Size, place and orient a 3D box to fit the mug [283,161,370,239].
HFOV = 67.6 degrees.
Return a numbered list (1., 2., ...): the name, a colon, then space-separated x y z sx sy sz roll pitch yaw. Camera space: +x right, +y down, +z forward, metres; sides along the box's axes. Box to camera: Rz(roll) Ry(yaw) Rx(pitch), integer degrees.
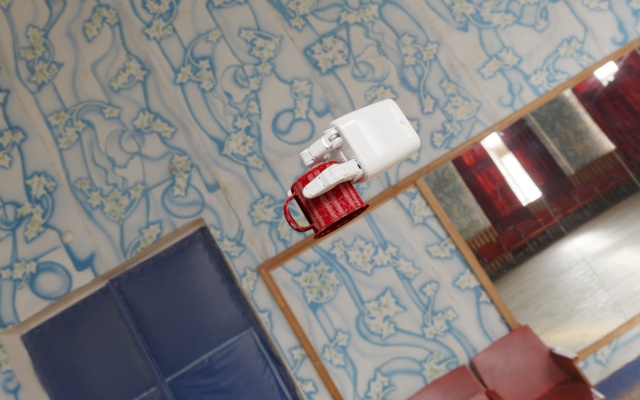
1. mug: -0.001 0.003 0.679 0.117 0.081 0.093 -27 -11 -23
